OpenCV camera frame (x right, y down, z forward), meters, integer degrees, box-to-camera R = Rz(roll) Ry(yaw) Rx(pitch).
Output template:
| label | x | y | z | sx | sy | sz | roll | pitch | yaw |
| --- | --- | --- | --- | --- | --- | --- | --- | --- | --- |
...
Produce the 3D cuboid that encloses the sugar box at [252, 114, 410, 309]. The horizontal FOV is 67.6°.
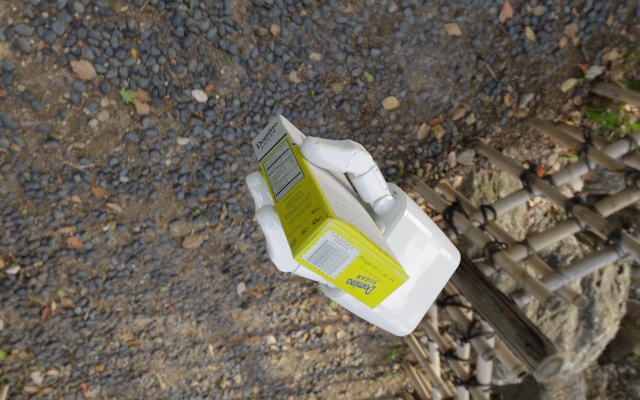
| label | x | y | z | sx | sy | sz | roll | pitch | yaw |
| --- | --- | --- | --- | --- | --- | --- | --- | --- | --- |
| sugar box | 0.000 | 0.002 | 0.403 | 0.093 | 0.048 | 0.176 | 39 | 12 | -34 |
